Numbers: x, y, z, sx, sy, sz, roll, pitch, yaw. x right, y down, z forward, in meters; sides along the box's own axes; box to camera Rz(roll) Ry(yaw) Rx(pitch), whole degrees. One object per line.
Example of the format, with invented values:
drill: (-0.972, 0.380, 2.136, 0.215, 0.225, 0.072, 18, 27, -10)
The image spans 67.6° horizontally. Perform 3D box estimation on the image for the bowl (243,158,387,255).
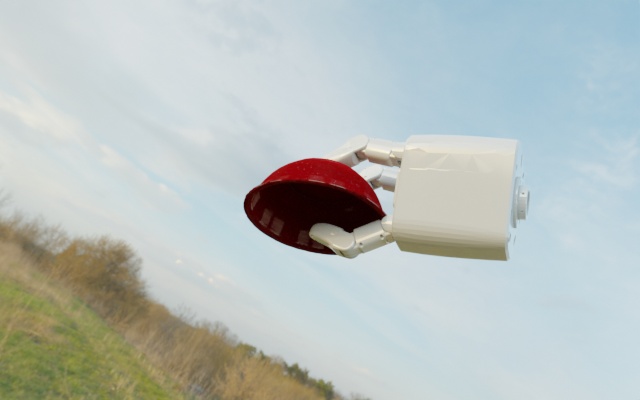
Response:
bowl: (-0.001, 0.001, 0.528, 0.162, 0.055, 0.162, 8, -30, 5)
